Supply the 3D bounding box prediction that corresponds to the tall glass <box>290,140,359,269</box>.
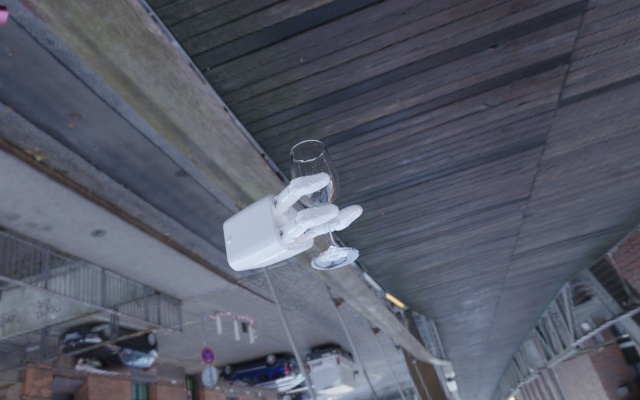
[{"bbox_3d":[0.000,0.003,0.757,0.079,0.201,0.079,-11,-28,-6],"label":"tall glass"}]
